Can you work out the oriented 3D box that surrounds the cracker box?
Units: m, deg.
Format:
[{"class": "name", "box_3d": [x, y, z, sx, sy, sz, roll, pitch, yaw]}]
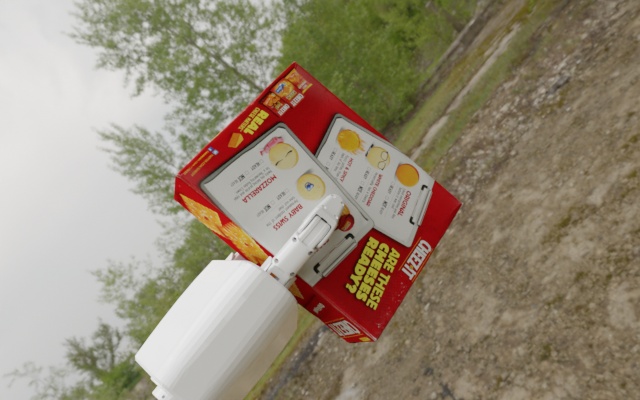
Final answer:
[{"class": "cracker box", "box_3d": [0.000, 0.001, 0.448, 0.214, 0.164, 0.072, 40, -25, -2]}]
